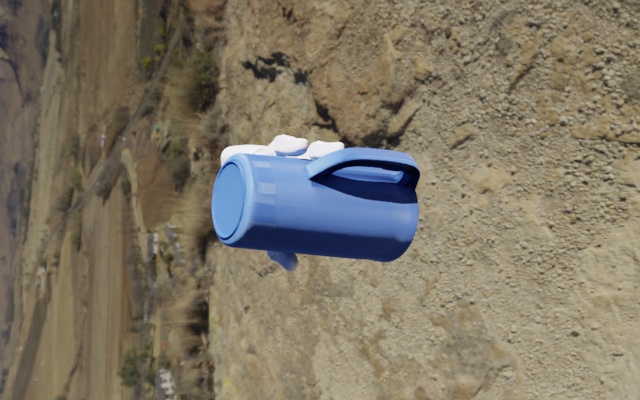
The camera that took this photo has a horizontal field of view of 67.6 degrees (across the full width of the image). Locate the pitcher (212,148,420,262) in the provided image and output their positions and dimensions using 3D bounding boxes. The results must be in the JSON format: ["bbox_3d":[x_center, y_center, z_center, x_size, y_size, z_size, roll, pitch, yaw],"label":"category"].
[{"bbox_3d":[0.000,0.002,0.596,0.243,0.149,0.145,6,4,-34],"label":"pitcher"}]
